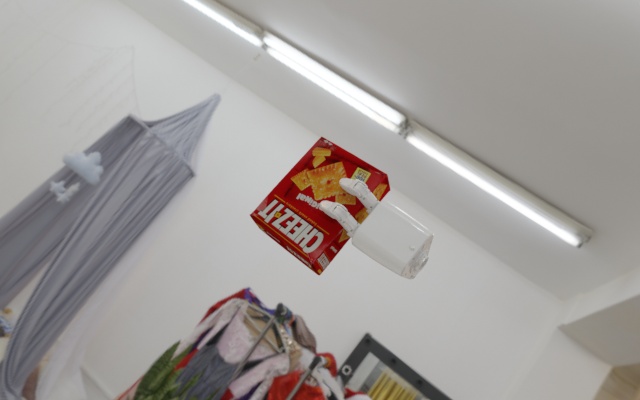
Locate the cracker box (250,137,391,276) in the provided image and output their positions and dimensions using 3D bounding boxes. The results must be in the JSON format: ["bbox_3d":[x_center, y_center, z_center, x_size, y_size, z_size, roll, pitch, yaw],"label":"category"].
[{"bbox_3d":[0.000,0.003,0.889,0.164,0.213,0.072,35,-15,27],"label":"cracker box"}]
